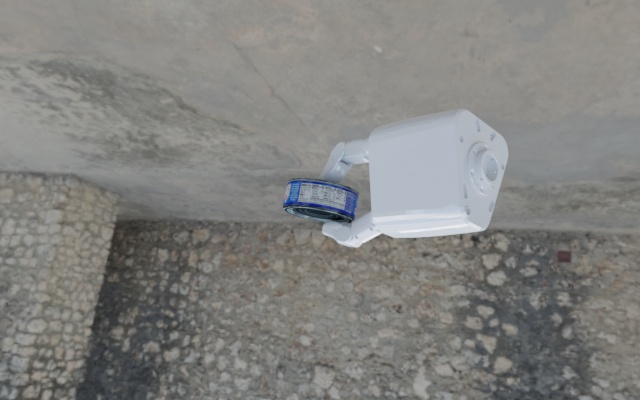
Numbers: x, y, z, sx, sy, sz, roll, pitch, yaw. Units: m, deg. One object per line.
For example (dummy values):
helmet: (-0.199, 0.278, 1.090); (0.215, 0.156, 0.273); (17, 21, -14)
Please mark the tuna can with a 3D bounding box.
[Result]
tuna can: (0.000, 0.002, 0.555); (0.086, 0.033, 0.086); (10, -11, 2)
